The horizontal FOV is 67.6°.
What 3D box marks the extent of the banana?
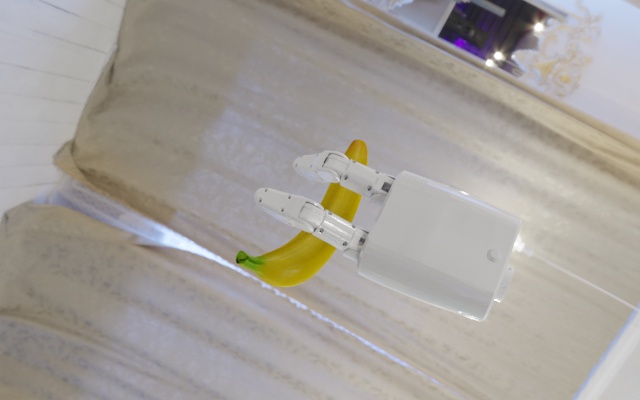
[{"bbox_3d":[0.001,0.018,0.451,0.037,0.070,0.197,14,43,30],"label":"banana"}]
